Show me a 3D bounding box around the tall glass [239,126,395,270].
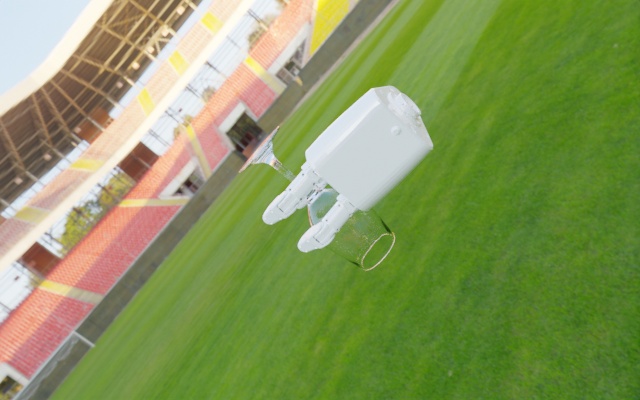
[{"bbox_3d":[-0.001,0.002,0.593,0.201,0.079,0.079,41,-10,-11],"label":"tall glass"}]
